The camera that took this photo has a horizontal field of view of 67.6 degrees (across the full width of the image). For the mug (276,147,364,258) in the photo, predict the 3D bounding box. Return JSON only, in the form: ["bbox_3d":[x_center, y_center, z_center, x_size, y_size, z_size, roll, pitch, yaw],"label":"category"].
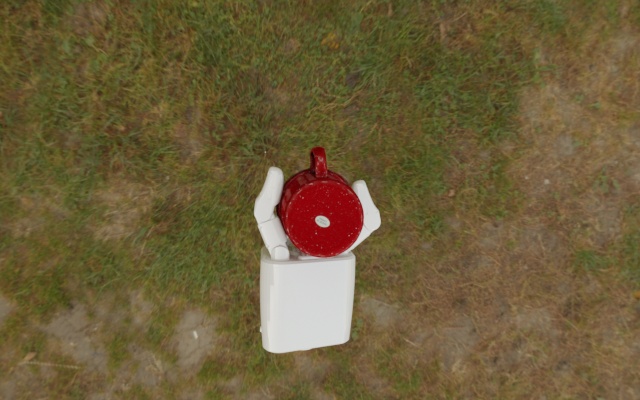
[{"bbox_3d":[0.000,0.000,0.509,0.093,0.117,0.081,0,8,-7],"label":"mug"}]
